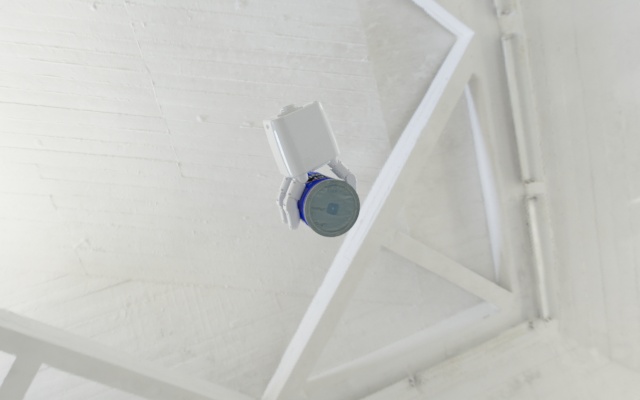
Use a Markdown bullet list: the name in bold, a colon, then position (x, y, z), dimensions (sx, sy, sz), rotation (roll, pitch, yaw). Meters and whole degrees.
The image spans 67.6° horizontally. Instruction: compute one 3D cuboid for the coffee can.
- **coffee can**: position (0.000, 0.003, 0.890), dimensions (0.103, 0.103, 0.140), rotation (0, 9, -19)
